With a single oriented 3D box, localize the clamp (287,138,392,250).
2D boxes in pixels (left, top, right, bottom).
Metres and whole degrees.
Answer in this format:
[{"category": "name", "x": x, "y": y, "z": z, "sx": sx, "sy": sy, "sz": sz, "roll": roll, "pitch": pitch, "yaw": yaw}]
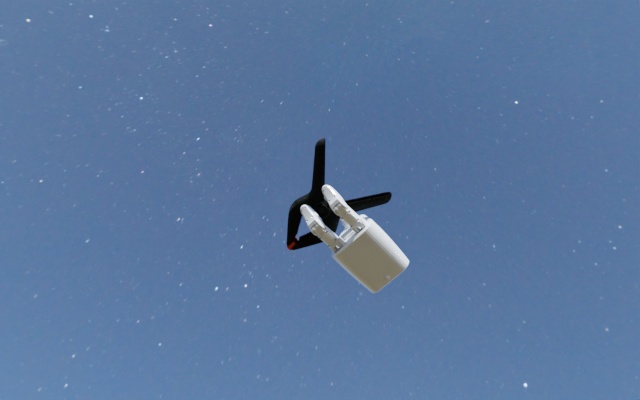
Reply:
[{"category": "clamp", "x": 0.000, "y": 0.003, "z": 0.870, "sx": 0.210, "sy": 0.164, "sz": 0.036, "roll": -43, "pitch": 6, "yaw": 16}]
